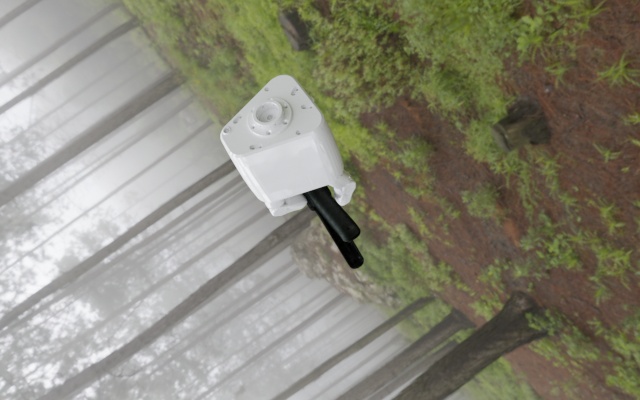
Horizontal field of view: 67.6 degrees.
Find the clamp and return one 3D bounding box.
[{"bbox_3d":[-0.001,0.002,0.679,0.036,0.210,0.165,-32,-28,-7],"label":"clamp"}]
